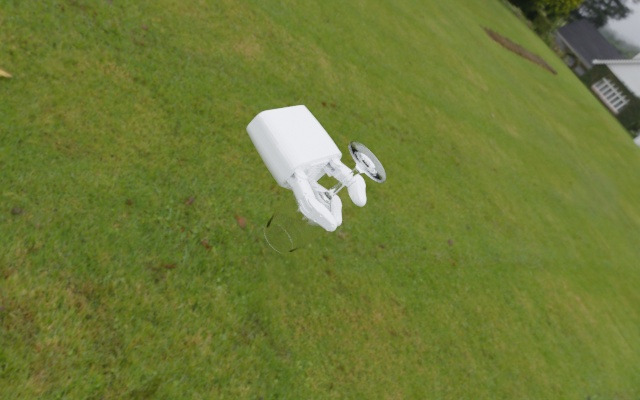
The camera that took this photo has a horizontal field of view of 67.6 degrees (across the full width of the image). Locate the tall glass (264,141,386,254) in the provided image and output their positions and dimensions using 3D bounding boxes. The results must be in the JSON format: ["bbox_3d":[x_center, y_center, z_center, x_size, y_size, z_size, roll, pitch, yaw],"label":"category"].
[{"bbox_3d":[0.001,0.002,0.720,0.201,0.079,0.079,-41,-21,27],"label":"tall glass"}]
